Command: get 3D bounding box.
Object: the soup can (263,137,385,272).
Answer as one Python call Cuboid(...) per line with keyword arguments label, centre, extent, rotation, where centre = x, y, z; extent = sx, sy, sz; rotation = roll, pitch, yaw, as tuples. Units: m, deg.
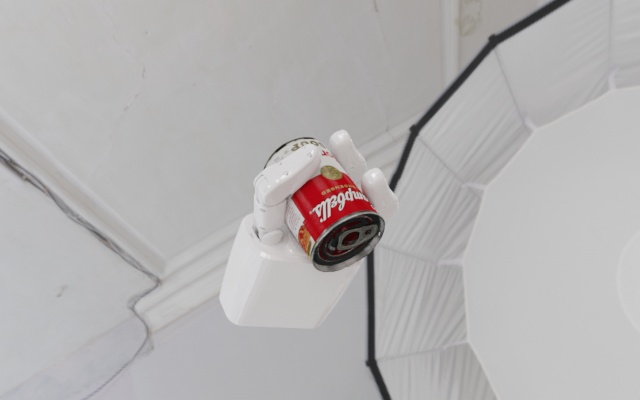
Cuboid(label="soup can", centre=(0.000, 0.001, 0.412), extent=(0.068, 0.068, 0.102), rotation=(0, 42, -38))
